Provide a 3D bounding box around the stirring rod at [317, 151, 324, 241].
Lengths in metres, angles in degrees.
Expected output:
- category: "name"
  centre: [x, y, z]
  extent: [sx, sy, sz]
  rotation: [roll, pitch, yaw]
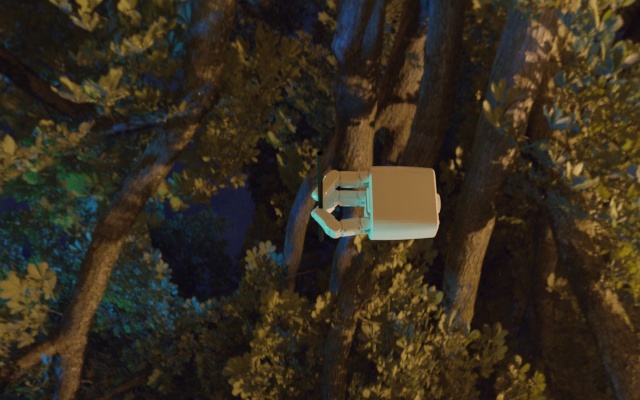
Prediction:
- category: "stirring rod"
  centre: [0.000, 0.002, 0.759]
  extent: [0.011, 0.011, 0.240]
  rotation: [0, -34, 1]
